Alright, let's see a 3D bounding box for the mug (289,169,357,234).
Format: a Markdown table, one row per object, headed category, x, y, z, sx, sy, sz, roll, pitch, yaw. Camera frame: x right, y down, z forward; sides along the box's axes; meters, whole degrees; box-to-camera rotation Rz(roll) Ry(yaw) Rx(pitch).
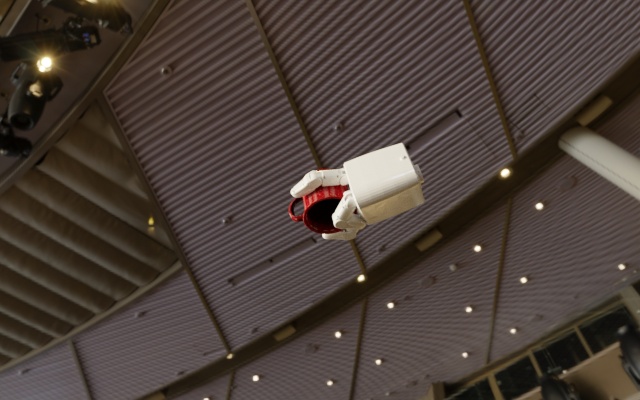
| category | x | y | z | sx | sy | sz | roll | pitch | yaw |
| --- | --- | --- | --- | --- | --- | --- | --- | --- | --- |
| mug | -0.001 | 0.003 | 0.843 | 0.117 | 0.081 | 0.093 | -20 | -46 | 8 |
